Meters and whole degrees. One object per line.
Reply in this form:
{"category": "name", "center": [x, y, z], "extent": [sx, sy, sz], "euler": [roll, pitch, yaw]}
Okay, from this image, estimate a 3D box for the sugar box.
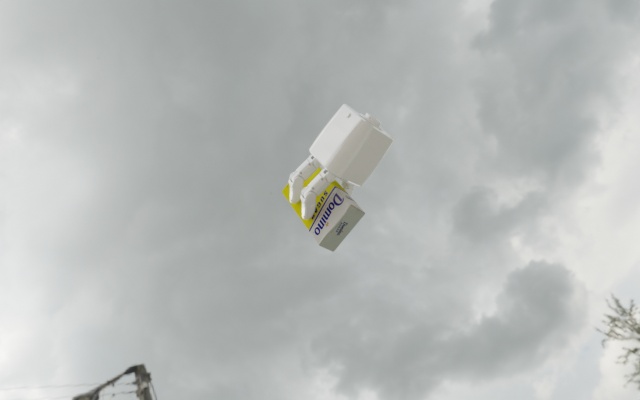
{"category": "sugar box", "center": [0.000, 0.002, 0.876], "extent": [0.048, 0.093, 0.176], "euler": [29, 14, -39]}
